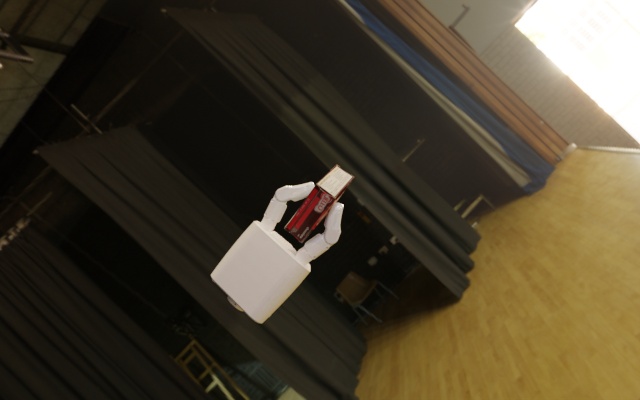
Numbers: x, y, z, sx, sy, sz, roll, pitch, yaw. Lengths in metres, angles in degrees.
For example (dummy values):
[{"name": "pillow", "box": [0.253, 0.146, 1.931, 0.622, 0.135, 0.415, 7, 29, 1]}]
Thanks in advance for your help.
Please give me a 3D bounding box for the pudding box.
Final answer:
[{"name": "pudding box", "box": [0.000, 0.002, 0.713, 0.039, 0.090, 0.113, 38, 26, 1]}]
